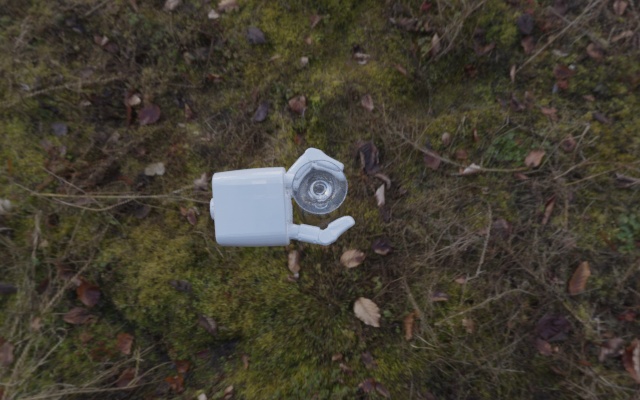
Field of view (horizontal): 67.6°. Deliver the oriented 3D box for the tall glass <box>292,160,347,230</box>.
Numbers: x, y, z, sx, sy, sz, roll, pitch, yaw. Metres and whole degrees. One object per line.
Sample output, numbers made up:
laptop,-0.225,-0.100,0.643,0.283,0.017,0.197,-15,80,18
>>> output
tall glass,0.000,0.002,0.730,0.079,0.079,0.201,0,-12,1
